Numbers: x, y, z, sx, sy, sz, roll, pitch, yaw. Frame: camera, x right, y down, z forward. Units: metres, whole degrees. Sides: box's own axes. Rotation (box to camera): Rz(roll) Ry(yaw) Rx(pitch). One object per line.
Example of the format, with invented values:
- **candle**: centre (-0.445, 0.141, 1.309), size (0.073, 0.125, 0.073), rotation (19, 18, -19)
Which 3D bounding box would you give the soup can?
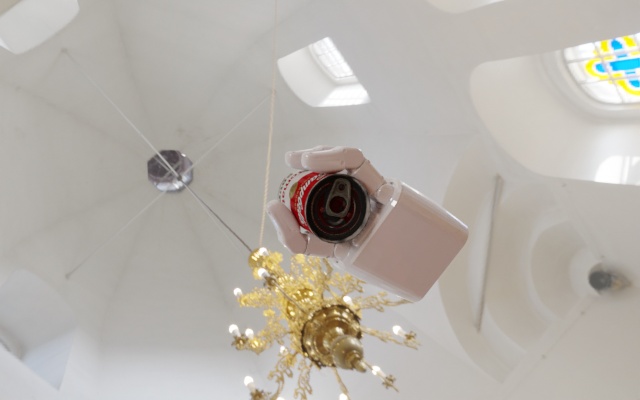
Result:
- **soup can**: centre (0.000, 0.001, 0.500), size (0.068, 0.068, 0.102), rotation (0, 7, -21)
